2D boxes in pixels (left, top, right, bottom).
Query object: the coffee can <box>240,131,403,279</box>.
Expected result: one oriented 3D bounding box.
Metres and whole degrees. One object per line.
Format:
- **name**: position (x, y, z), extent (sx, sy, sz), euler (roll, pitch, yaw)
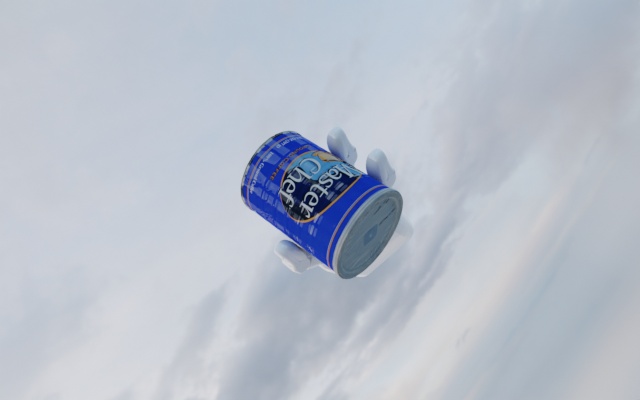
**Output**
- **coffee can**: position (0.000, 0.002, 0.504), extent (0.140, 0.103, 0.103), euler (34, 18, 29)
